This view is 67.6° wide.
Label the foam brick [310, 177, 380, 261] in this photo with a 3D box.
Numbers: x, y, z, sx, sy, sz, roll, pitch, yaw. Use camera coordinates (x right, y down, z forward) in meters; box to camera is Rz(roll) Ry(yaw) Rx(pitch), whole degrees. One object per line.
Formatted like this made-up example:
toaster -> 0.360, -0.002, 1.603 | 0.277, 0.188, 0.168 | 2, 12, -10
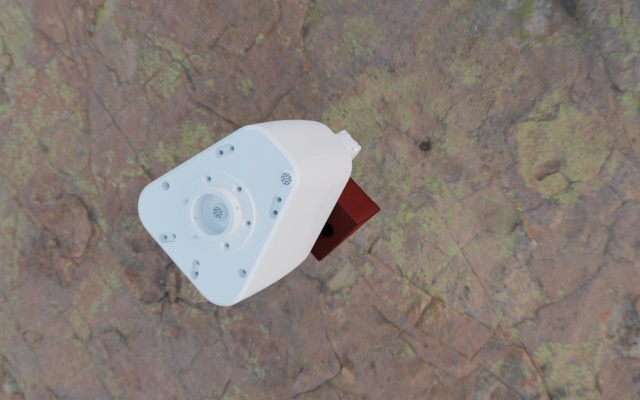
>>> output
foam brick -> 0.000, 0.001, 0.404 | 0.053, 0.078, 0.051 | -46, -7, 30
